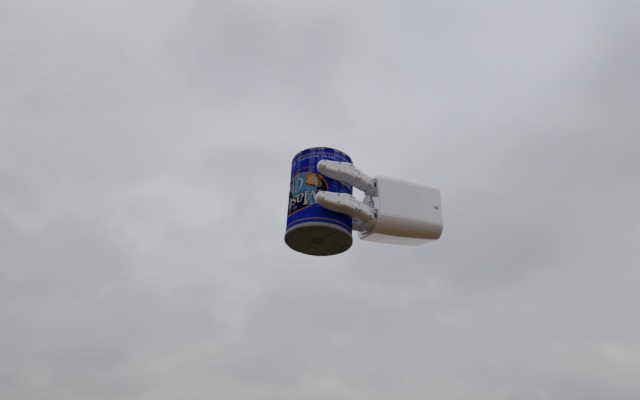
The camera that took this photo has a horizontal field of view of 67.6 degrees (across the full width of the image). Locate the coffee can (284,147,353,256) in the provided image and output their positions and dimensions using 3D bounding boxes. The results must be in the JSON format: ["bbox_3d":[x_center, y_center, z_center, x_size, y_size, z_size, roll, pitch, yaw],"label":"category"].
[{"bbox_3d":[0.000,0.003,0.747,0.103,0.140,0.103,2,-31,1],"label":"coffee can"}]
